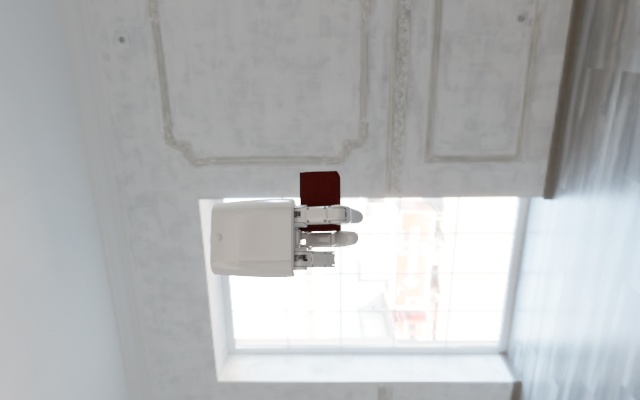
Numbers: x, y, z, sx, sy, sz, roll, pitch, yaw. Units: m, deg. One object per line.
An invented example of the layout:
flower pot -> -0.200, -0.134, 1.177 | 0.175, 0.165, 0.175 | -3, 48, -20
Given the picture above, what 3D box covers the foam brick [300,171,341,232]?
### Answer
foam brick -> 0.000, 0.002, 0.640 | 0.051, 0.078, 0.053 | -1, -8, 7
